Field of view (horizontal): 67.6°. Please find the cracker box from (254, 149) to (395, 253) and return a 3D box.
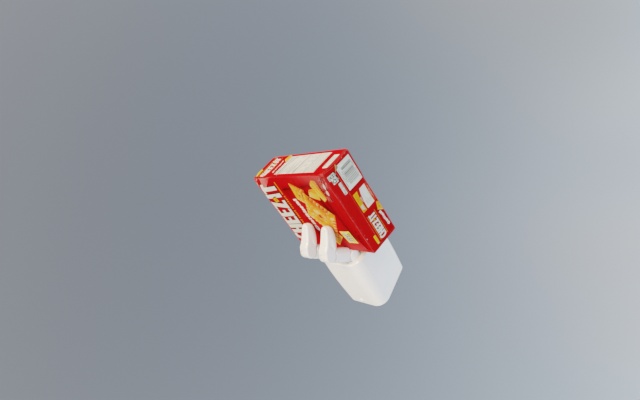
[{"bbox_3d":[0.000,0.003,0.816,0.072,0.164,0.213,-47,26,-27],"label":"cracker box"}]
